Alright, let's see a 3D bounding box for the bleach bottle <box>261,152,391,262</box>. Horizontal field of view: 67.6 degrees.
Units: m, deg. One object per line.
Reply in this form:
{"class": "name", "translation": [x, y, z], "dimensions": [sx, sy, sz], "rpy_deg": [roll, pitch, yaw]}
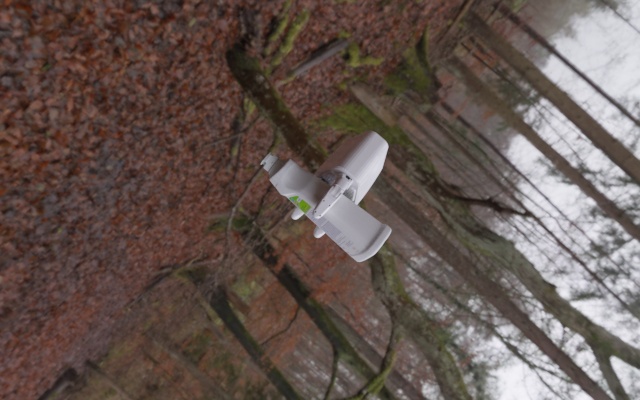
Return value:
{"class": "bleach bottle", "translation": [0.000, 0.003, 0.846], "dimensions": [0.251, 0.068, 0.102], "rpy_deg": [40, -24, -1]}
